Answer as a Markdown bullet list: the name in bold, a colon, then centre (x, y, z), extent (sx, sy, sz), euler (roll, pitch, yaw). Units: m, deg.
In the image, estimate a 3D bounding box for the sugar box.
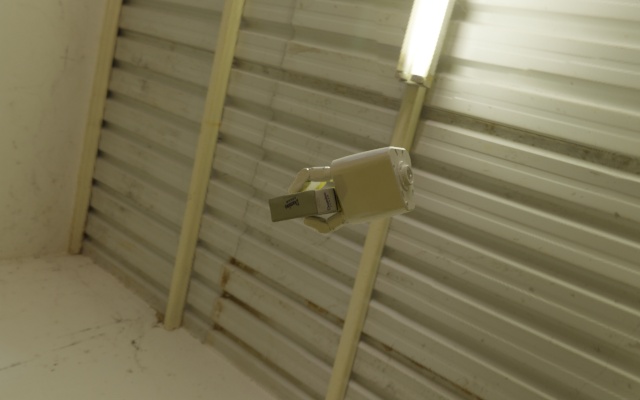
- **sugar box**: centre (0.000, 0.002, 0.828), extent (0.093, 0.048, 0.176), euler (-11, -4, 31)
